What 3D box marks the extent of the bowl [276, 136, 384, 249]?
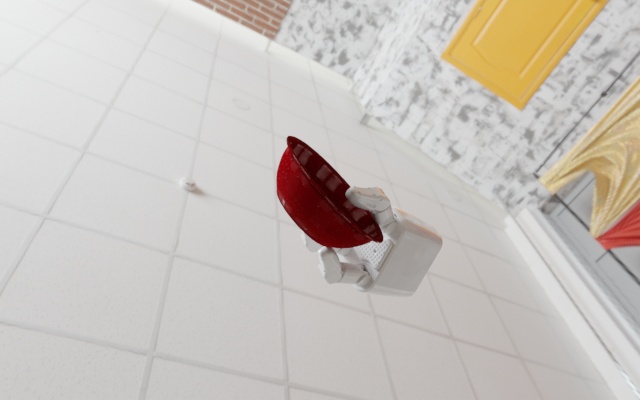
[{"bbox_3d":[-0.001,0.001,0.553,0.055,0.162,0.162,-42,-11,12],"label":"bowl"}]
